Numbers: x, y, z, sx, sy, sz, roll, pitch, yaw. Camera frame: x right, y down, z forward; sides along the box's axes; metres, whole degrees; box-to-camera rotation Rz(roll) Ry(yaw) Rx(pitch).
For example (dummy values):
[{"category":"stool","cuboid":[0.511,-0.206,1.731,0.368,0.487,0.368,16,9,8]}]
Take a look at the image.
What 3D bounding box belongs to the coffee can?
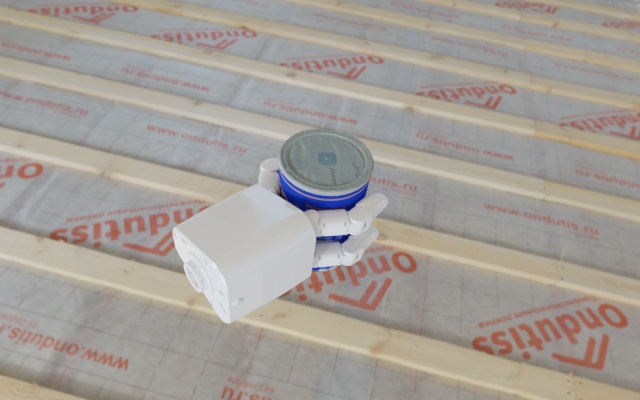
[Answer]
[{"category":"coffee can","cuboid":[0.000,0.002,0.562,0.103,0.102,0.140,0,-43,-8]}]
